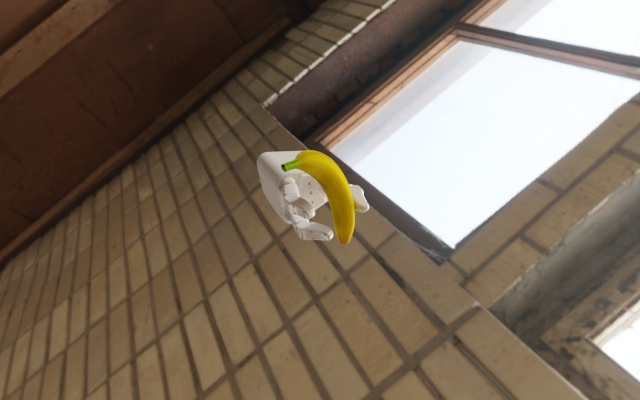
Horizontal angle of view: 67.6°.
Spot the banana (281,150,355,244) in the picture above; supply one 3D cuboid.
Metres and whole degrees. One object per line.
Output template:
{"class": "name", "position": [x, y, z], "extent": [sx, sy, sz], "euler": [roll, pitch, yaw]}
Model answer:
{"class": "banana", "position": [0.012, -0.012, 0.709], "extent": [0.037, 0.069, 0.198], "euler": [40, -9, 50]}
